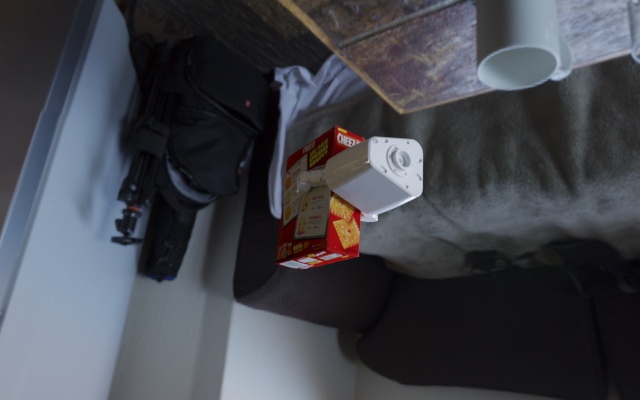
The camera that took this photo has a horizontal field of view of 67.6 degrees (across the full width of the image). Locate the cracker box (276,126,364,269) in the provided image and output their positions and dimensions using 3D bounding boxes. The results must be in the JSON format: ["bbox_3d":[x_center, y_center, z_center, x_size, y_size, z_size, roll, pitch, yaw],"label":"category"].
[{"bbox_3d":[0.000,0.003,0.832,0.072,0.213,0.164,18,-24,-30],"label":"cracker box"}]
